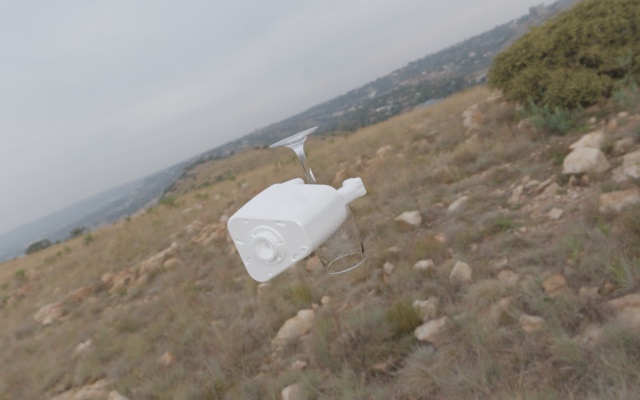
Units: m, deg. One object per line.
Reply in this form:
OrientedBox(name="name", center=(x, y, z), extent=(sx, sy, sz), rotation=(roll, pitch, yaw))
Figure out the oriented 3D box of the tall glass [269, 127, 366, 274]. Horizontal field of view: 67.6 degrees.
OrientedBox(name="tall glass", center=(0.000, 0.002, 0.681), extent=(0.079, 0.201, 0.079), rotation=(-22, 12, 5))
